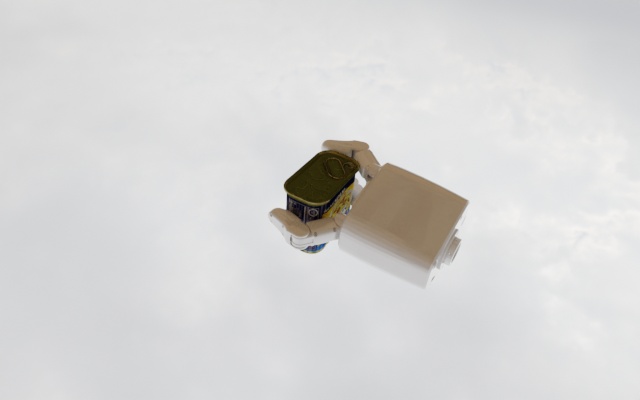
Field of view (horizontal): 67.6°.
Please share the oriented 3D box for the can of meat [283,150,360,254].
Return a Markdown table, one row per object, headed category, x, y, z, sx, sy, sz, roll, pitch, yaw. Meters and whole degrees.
| category | x | y | z | sx | sy | sz | roll | pitch | yaw |
| --- | --- | --- | --- | --- | --- | --- | --- | --- | --- |
| can of meat | 0.000 | 0.002 | 0.573 | 0.057 | 0.084 | 0.102 | 24 | 44 | 21 |
